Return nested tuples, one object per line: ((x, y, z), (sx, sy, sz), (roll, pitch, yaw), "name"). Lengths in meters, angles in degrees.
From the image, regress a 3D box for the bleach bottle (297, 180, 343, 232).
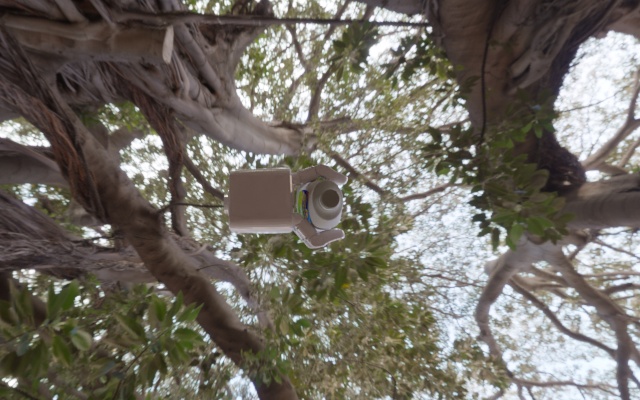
((0.000, 0.003, 0.840), (0.068, 0.102, 0.251), (-1, -6, -7), "bleach bottle")
